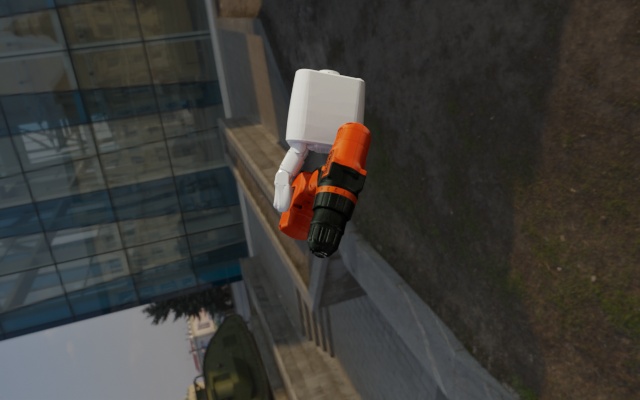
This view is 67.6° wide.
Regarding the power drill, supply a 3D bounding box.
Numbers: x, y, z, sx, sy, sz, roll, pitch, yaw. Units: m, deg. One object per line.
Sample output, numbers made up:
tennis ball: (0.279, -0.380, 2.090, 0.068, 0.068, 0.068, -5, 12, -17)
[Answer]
power drill: (0.000, 0.002, 0.662, 0.057, 0.184, 0.188, 25, -22, -15)
